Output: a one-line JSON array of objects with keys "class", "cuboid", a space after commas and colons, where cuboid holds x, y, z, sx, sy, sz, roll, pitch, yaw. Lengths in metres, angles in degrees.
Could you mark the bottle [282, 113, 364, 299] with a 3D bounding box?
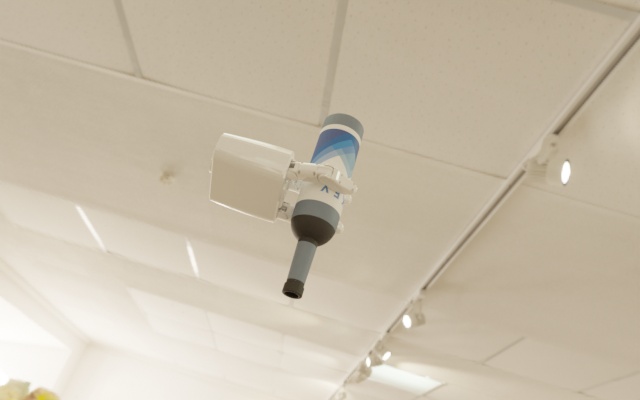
[{"class": "bottle", "cuboid": [0.000, 0.002, 0.694, 0.069, 0.295, 0.069, 13, -32, 8]}]
